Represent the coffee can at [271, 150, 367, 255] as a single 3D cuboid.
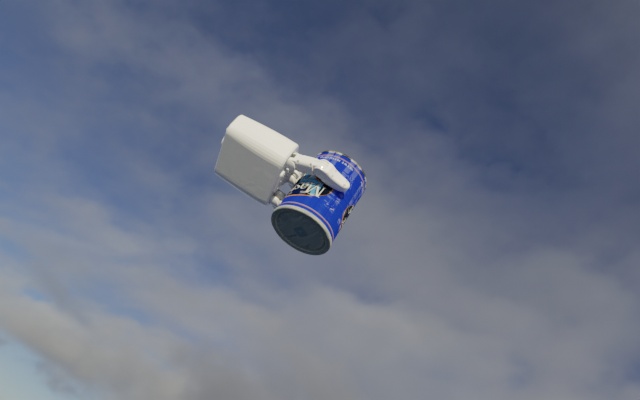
[{"bbox_3d":[0.000,0.003,0.767,0.103,0.103,0.140,0,42,37],"label":"coffee can"}]
